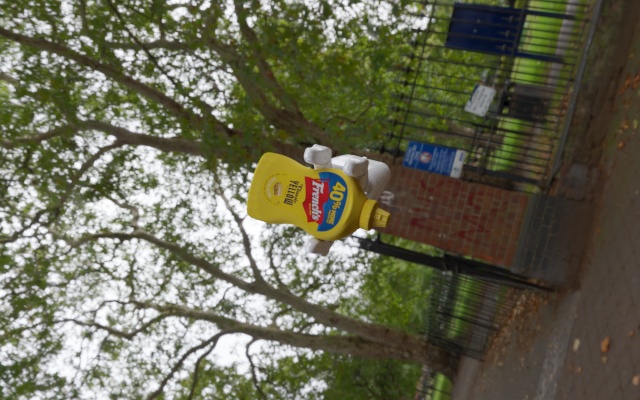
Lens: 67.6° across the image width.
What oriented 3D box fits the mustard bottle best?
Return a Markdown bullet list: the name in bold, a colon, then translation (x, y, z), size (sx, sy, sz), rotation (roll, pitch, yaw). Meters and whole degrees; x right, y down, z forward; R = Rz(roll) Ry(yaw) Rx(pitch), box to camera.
- **mustard bottle**: translation (0.000, 0.002, 0.642), size (0.191, 0.096, 0.058), rotation (15, -5, 18)
